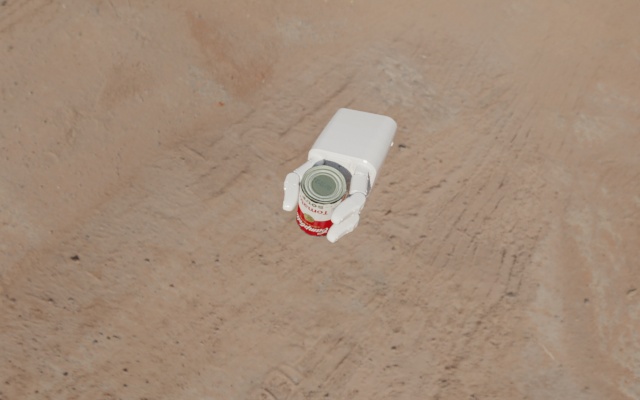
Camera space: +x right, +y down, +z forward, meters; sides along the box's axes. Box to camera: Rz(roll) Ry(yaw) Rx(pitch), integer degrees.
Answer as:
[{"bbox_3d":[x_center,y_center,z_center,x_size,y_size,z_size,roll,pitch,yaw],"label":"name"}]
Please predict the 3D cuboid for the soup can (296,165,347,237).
[{"bbox_3d":[0.000,0.003,0.715,0.068,0.068,0.102,0,-31,-7],"label":"soup can"}]
